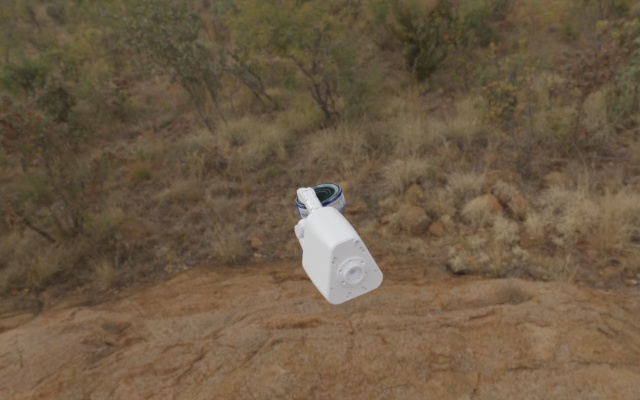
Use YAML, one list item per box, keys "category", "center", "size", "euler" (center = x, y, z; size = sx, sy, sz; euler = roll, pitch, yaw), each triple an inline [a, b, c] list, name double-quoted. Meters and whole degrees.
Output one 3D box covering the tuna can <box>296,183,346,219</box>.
- category: "tuna can"
  center: [0.000, 0.002, 0.842]
  size: [0.086, 0.034, 0.086]
  euler: [-14, 25, 7]
